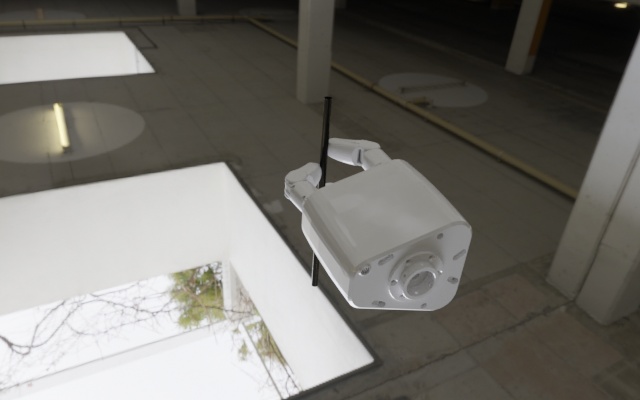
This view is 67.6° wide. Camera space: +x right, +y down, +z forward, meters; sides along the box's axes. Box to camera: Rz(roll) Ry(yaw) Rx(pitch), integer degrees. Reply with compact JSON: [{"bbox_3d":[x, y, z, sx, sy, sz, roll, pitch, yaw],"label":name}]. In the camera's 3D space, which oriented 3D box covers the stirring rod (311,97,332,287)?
[{"bbox_3d":[0.000,0.002,0.533,0.011,0.240,0.011,3,31,-2],"label":"stirring rod"}]
